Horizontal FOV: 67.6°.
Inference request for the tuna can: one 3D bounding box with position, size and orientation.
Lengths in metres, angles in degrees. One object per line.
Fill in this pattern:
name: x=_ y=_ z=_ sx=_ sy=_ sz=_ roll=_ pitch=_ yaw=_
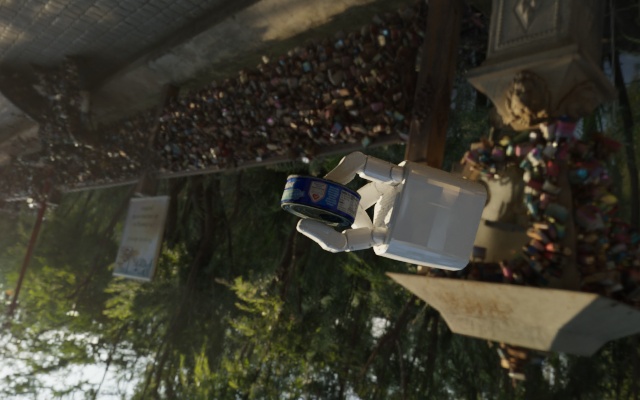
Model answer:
tuna can: x=0.000 y=0.002 z=0.531 sx=0.086 sy=0.033 sz=0.086 roll=15 pitch=-12 yaw=3
